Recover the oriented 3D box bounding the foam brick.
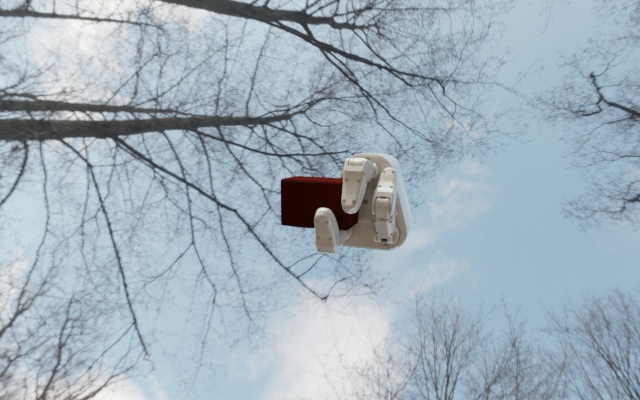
[{"bbox_3d":[0.000,0.002,0.533,0.078,0.053,0.051,5,9,16],"label":"foam brick"}]
